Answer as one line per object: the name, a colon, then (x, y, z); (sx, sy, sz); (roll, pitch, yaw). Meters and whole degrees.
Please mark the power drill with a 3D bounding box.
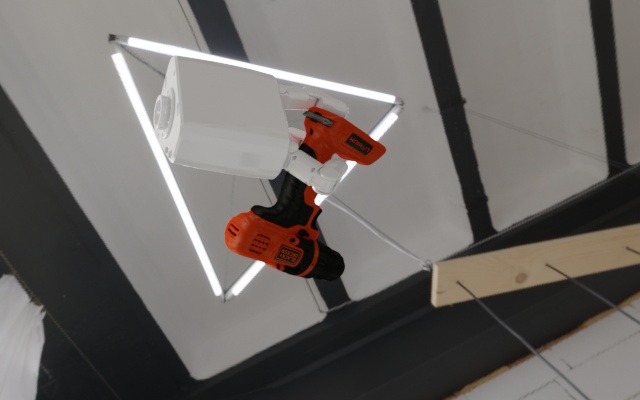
power drill: (0.000, 0.001, 0.556); (0.057, 0.187, 0.184); (30, 2, 43)
